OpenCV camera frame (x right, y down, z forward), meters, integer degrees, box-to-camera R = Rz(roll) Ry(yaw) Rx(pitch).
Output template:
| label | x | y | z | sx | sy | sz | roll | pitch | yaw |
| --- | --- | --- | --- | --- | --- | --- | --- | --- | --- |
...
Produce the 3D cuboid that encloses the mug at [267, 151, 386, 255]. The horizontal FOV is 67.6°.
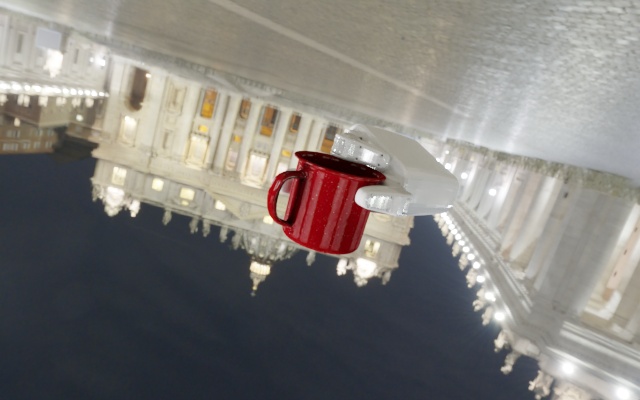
| label | x | y | z | sx | sy | sz | roll | pitch | yaw |
| --- | --- | --- | --- | --- | --- | --- | --- | --- | --- |
| mug | -0.001 | 0.002 | 0.469 | 0.117 | 0.081 | 0.093 | 4 | 18 | -39 |
